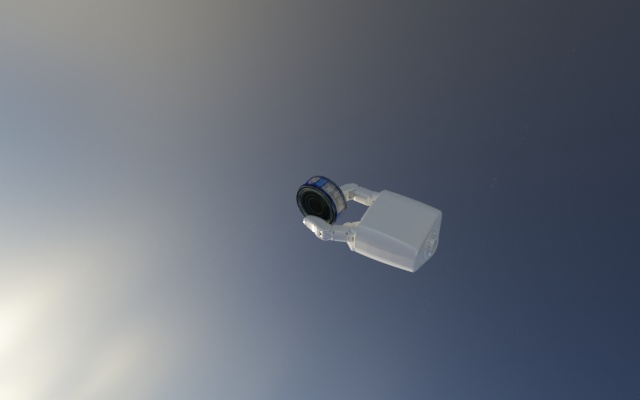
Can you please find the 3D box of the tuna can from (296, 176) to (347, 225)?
[{"bbox_3d":[0.000,0.003,0.812,0.086,0.086,0.033,0,31,43],"label":"tuna can"}]
